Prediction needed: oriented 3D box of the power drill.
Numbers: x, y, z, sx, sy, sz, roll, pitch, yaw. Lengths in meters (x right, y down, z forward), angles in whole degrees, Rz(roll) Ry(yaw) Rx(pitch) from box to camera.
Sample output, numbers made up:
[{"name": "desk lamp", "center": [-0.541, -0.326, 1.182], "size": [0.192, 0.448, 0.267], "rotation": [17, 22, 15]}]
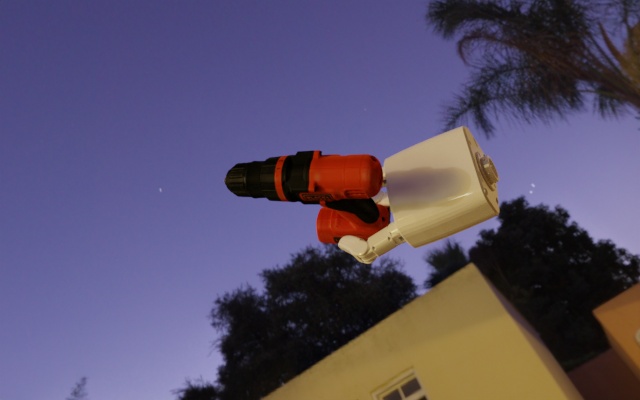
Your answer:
[{"name": "power drill", "center": [0.001, 0.002, 0.585], "size": [0.184, 0.057, 0.188], "rotation": [1, -20, 22]}]
